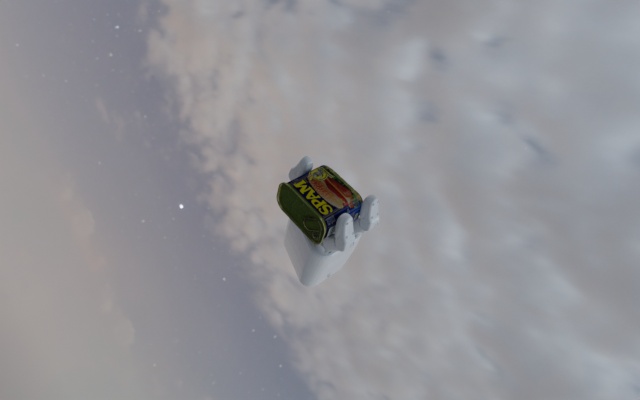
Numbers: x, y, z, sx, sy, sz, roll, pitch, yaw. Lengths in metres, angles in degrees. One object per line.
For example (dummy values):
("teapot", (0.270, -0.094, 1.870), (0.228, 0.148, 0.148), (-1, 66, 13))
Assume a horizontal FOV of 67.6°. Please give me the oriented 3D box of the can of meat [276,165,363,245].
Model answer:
("can of meat", (0.000, 0.002, 0.705), (0.084, 0.102, 0.057), (-29, -28, -33))
